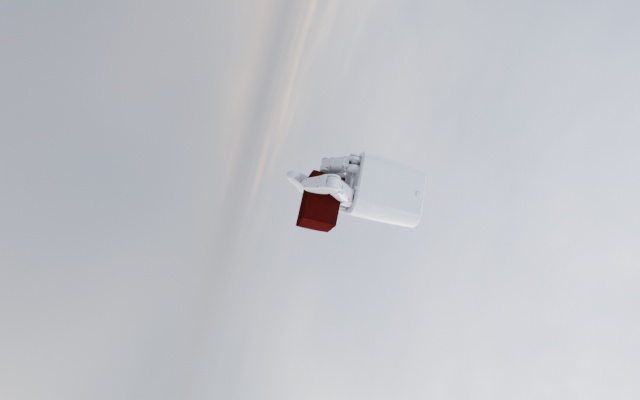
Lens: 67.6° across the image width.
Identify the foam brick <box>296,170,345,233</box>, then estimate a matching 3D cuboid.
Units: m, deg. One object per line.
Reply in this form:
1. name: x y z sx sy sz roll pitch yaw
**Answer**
1. foam brick: 0.000 0.003 0.713 0.051 0.078 0.053 15 -18 -11
